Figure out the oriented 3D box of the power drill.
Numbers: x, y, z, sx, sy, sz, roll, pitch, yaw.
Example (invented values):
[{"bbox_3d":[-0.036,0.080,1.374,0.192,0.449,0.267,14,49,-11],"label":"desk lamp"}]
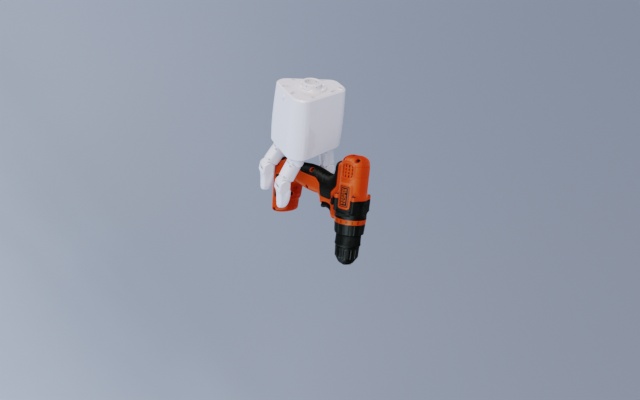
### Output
[{"bbox_3d":[0.000,0.002,0.825,0.187,0.184,0.057,15,14,37],"label":"power drill"}]
